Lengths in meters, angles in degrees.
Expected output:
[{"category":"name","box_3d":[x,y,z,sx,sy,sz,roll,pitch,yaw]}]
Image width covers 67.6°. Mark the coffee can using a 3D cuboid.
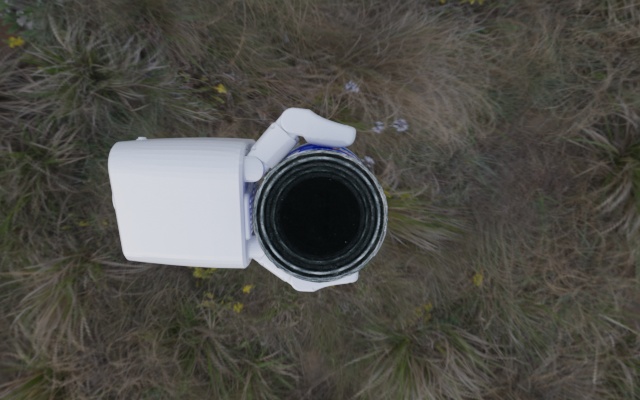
[{"category":"coffee can","box_3d":[0.000,0.001,0.425,0.103,0.103,0.140,0,9,0]}]
